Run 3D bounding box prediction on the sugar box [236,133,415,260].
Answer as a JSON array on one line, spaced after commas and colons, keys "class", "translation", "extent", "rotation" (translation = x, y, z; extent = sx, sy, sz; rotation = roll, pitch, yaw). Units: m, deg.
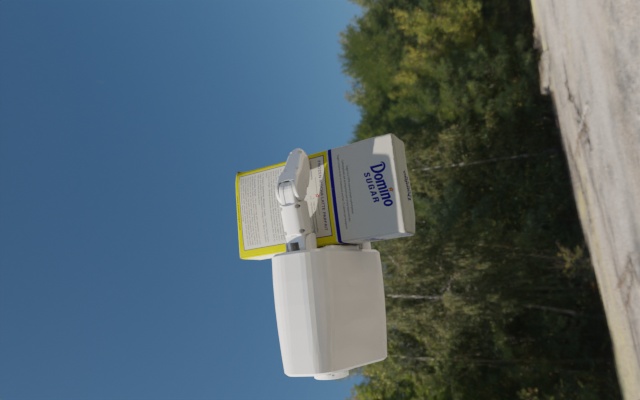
[{"class": "sugar box", "translation": [0.000, 0.002, 0.471], "extent": [0.176, 0.093, 0.048], "rotation": [-10, -12, 23]}]
